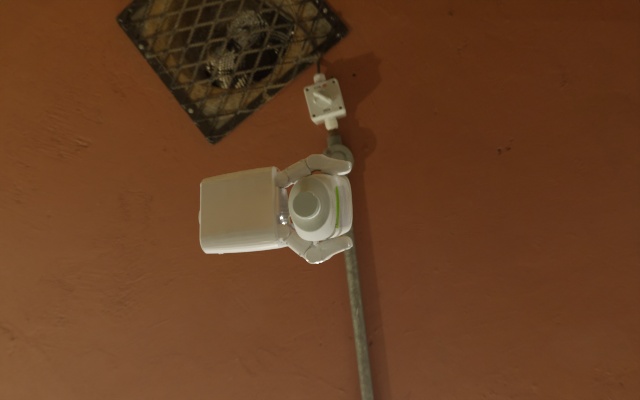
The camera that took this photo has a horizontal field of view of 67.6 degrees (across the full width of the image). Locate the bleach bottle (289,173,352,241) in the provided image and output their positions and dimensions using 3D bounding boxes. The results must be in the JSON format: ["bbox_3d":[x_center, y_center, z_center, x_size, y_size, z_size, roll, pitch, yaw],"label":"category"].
[{"bbox_3d":[0.000,0.002,0.646,0.068,0.102,0.251,-5,-4,8],"label":"bleach bottle"}]
